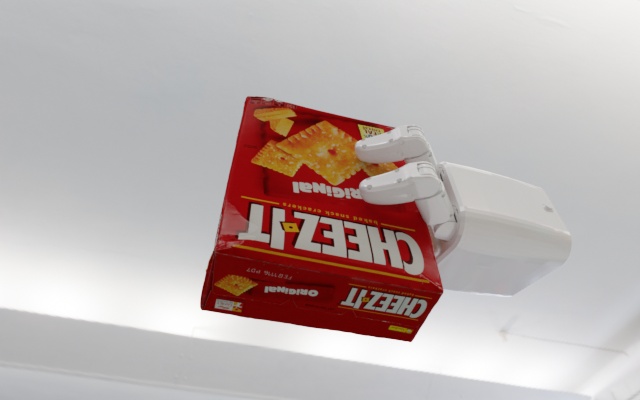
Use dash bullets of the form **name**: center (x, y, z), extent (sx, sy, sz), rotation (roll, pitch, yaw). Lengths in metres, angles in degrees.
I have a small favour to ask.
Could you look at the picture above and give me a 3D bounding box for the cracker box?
- **cracker box**: center (0.000, 0.001, 0.411), extent (0.164, 0.072, 0.213), rotation (11, 39, -10)
